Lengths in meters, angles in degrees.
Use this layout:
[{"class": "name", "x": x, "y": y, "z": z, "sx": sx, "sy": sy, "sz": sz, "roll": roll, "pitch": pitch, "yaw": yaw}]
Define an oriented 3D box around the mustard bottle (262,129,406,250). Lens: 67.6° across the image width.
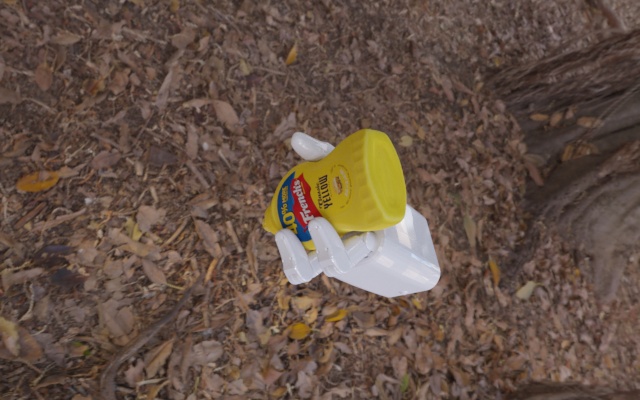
[{"class": "mustard bottle", "x": 0.000, "y": 0.002, "z": 0.515, "sx": 0.058, "sy": 0.096, "sz": 0.192, "roll": 1, "pitch": -17, "yaw": -43}]
